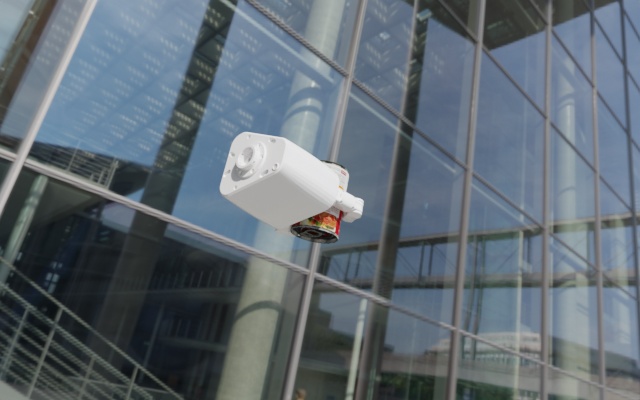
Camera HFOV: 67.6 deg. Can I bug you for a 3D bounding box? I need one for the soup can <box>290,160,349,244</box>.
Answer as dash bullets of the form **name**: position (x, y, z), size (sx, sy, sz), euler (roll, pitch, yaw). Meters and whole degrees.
- **soup can**: position (0.001, 0.002, 0.678), size (0.068, 0.102, 0.068), euler (10, -21, 4)
